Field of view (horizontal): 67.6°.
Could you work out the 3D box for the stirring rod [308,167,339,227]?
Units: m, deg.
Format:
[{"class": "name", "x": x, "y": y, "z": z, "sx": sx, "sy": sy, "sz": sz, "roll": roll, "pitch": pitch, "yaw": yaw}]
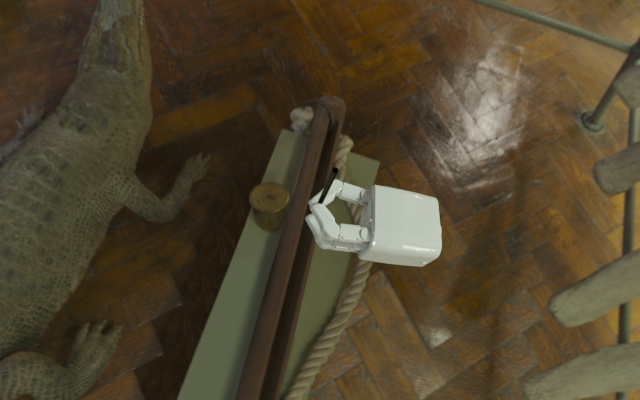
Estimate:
[{"class": "stirring rod", "x": 0.000, "y": 0.002, "z": 0.698, "sx": 0.011, "sy": 0.011, "sz": 0.240, "roll": 0, "pitch": -19, "yaw": -9}]
